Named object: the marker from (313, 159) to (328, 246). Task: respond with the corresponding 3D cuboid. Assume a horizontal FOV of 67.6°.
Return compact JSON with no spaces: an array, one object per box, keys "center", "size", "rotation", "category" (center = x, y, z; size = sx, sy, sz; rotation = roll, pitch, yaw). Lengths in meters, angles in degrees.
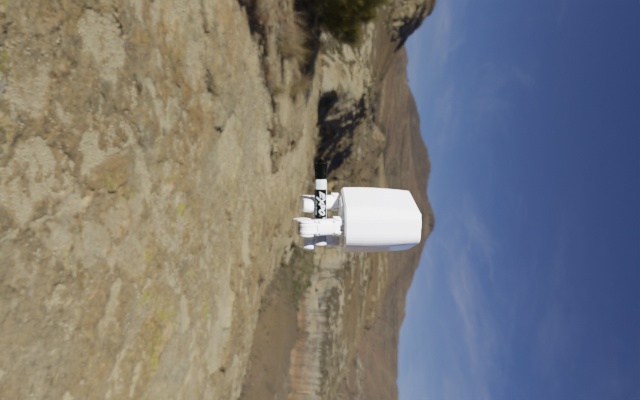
[{"center":[0.000,0.002,0.668],"size":[0.020,0.121,0.020],"rotation":[1,7,0],"category":"marker"}]
